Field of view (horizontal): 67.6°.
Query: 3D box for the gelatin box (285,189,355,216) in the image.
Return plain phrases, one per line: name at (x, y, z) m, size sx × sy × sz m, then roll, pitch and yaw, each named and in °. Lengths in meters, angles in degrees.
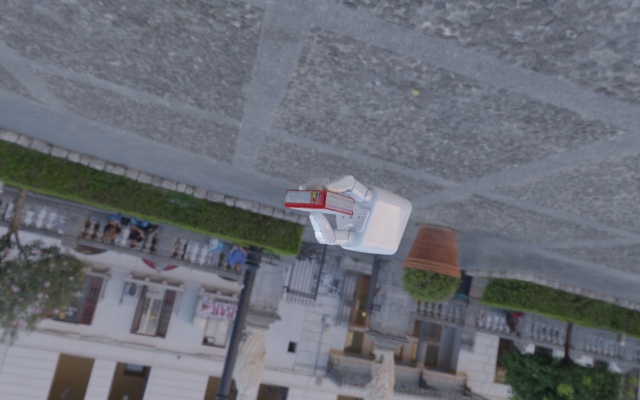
gelatin box at (0.000, 0.003, 0.737) m, size 0.073 × 0.030 × 0.089 m, roll 3°, pitch -6°, yaw 33°
